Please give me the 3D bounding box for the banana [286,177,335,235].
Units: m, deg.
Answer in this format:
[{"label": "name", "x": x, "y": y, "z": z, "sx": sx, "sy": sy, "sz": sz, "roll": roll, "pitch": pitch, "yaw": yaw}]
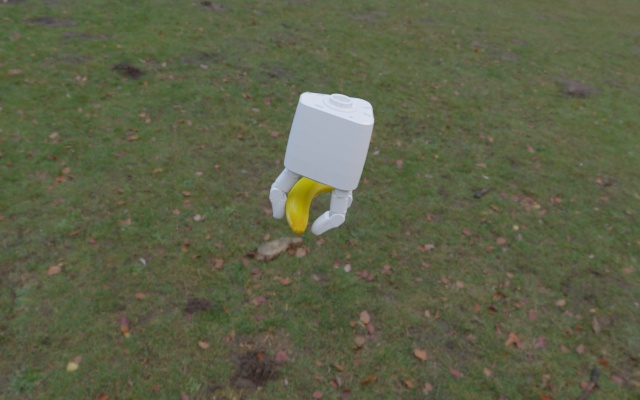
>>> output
[{"label": "banana", "x": -0.014, "y": -0.007, "z": 0.774, "sx": 0.069, "sy": 0.037, "sz": 0.197, "roll": 29, "pitch": 32, "yaw": 14}]
